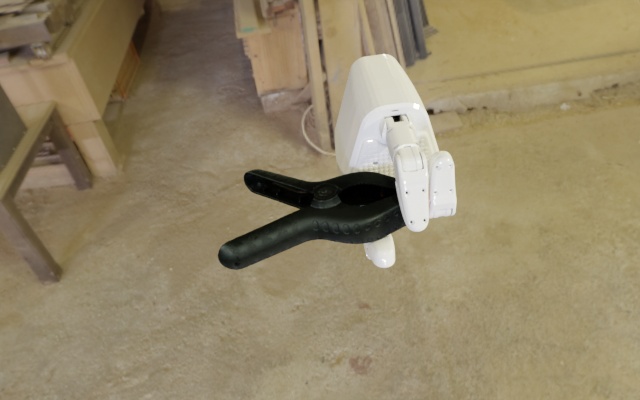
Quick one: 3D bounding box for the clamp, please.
[{"bbox_3d":[0.000,0.001,0.412,0.171,0.039,0.120,-8,43,0],"label":"clamp"}]
